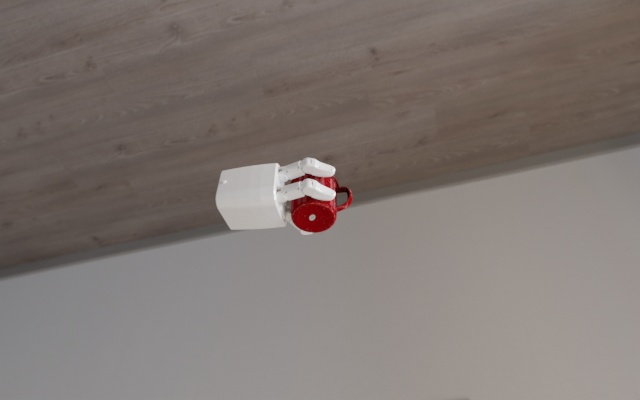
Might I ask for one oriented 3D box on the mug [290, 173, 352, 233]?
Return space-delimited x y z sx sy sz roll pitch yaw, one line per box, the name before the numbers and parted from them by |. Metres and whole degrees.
mug | 0.002 0.003 0.867 0.117 0.093 0.081 -6 44 7
